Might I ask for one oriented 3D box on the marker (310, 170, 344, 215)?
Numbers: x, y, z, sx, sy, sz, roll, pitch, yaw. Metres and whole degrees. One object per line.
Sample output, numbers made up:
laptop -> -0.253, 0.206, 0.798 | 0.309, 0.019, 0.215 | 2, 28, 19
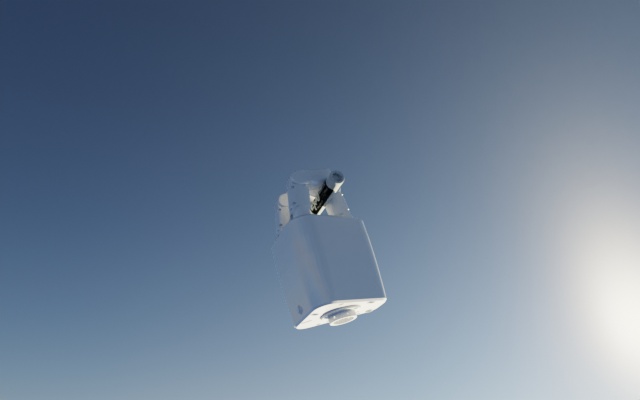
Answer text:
marker -> 0.000, 0.002, 0.616 | 0.020, 0.020, 0.121 | 0, -30, -23
